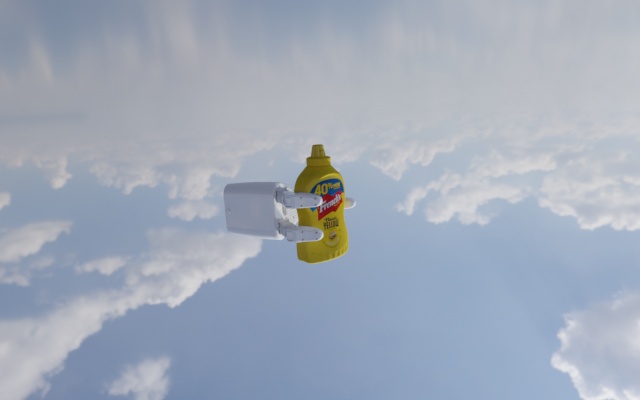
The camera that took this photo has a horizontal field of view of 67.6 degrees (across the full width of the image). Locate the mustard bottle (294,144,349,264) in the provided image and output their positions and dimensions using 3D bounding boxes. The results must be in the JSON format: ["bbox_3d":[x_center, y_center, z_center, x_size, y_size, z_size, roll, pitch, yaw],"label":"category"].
[{"bbox_3d":[0.000,0.003,0.797,0.096,0.192,0.058,-13,15,-38],"label":"mustard bottle"}]
